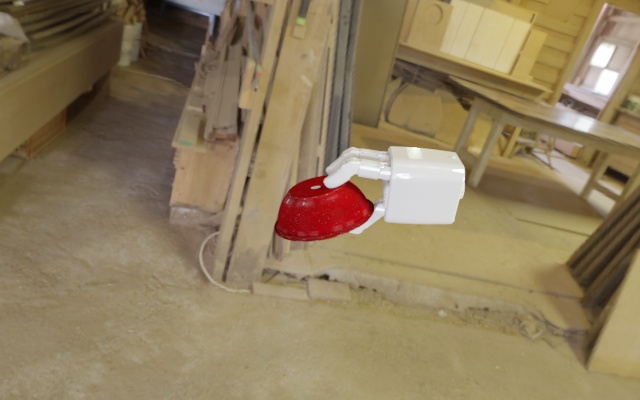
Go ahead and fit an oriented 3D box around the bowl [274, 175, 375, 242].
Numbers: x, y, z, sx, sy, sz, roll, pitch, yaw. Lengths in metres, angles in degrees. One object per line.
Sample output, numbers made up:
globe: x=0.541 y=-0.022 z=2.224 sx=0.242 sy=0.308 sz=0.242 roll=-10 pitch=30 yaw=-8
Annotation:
bowl: x=-0.001 y=0.002 z=0.741 sx=0.162 sy=0.055 sz=0.162 roll=-12 pitch=21 yaw=5
